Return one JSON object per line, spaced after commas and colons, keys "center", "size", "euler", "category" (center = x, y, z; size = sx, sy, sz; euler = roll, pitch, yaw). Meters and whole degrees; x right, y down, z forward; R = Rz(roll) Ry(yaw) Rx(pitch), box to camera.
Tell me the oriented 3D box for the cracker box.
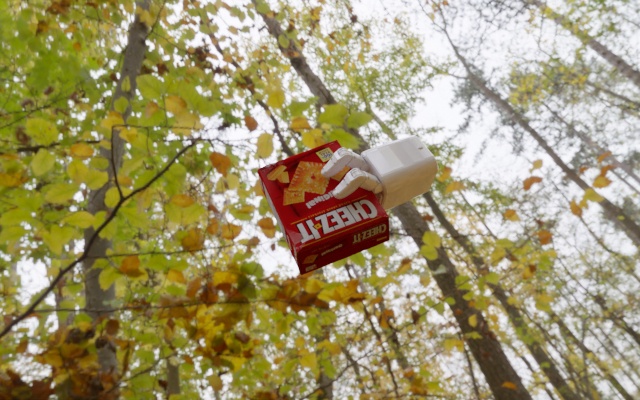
{"center": [0.000, 0.003, 0.834], "size": [0.164, 0.213, 0.072], "euler": [-21, -41, -10], "category": "cracker box"}
